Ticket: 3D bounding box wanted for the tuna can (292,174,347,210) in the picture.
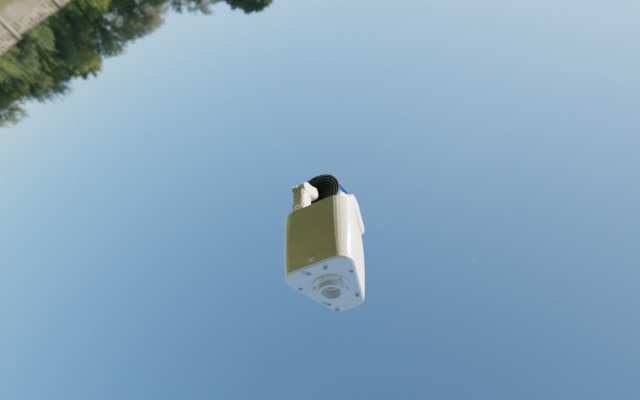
[{"bbox_3d":[0.000,0.003,0.749,0.086,0.086,0.034,0,-36,41],"label":"tuna can"}]
